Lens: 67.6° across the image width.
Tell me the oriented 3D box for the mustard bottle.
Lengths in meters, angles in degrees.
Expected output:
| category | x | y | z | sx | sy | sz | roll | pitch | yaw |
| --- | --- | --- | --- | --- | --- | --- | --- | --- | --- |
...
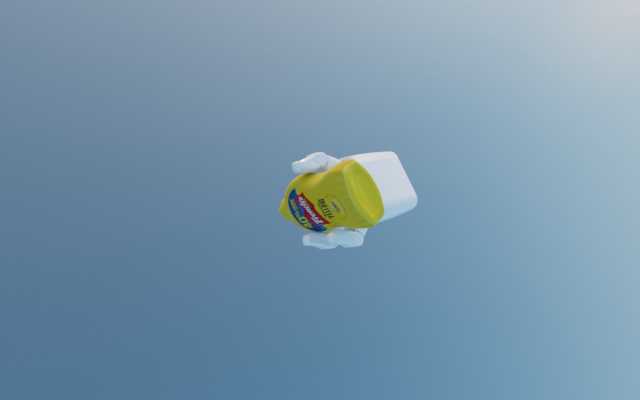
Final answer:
| category | x | y | z | sx | sy | sz | roll | pitch | yaw |
| --- | --- | --- | --- | --- | --- | --- | --- | --- | --- |
| mustard bottle | 0.000 | 0.002 | 0.714 | 0.191 | 0.096 | 0.058 | -12 | 26 | 49 |
